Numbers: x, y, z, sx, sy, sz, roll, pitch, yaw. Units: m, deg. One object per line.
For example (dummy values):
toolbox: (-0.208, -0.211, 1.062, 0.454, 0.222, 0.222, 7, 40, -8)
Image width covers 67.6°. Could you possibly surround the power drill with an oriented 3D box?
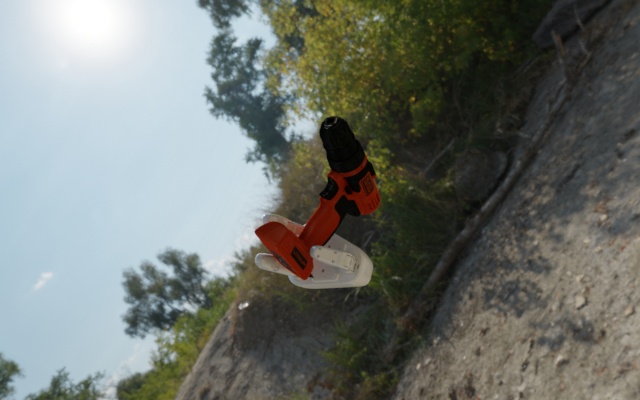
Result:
power drill: (0.000, 0.003, 0.650, 0.057, 0.187, 0.185, 29, -20, 41)
